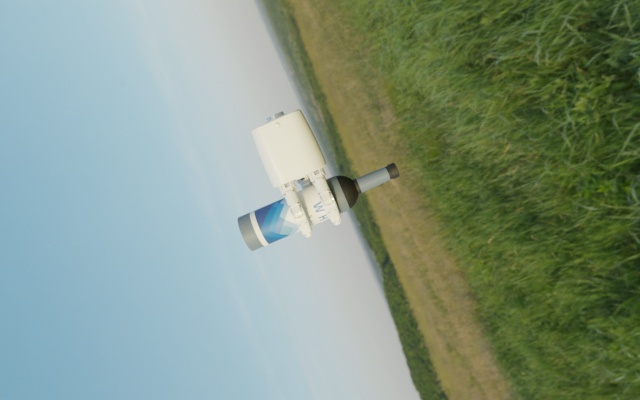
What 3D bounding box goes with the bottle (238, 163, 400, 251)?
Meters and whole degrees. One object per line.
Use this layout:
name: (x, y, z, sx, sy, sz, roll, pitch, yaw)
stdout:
bottle: (0.000, 0.003, 0.853, 0.296, 0.069, 0.069, -23, -1, 2)
